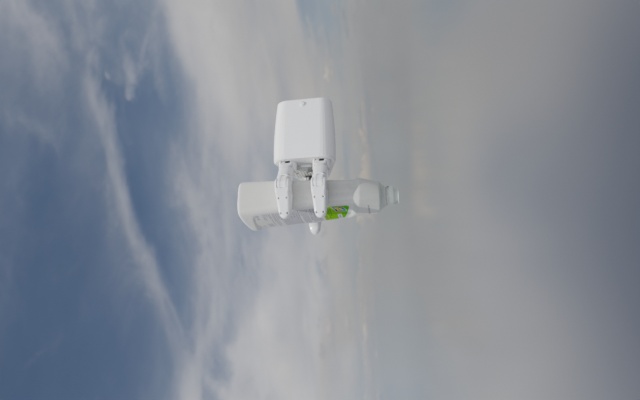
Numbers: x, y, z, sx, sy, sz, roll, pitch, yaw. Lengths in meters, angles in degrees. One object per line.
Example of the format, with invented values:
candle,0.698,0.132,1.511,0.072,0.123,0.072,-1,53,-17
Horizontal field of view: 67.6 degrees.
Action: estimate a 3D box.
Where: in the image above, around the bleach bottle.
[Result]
bleach bottle,0.000,0.003,0.772,0.251,0.068,0.103,-3,-19,9
